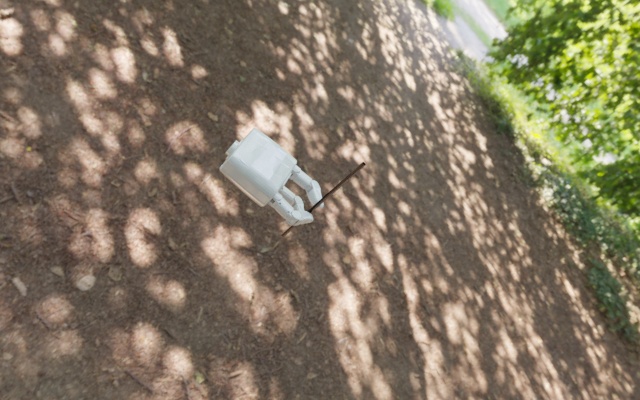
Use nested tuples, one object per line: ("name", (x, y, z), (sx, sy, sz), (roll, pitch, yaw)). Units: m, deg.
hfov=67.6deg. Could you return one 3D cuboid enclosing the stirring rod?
("stirring rod", (0.000, 0.003, 0.899), (0.011, 0.011, 0.240), (0, -34, -50))
